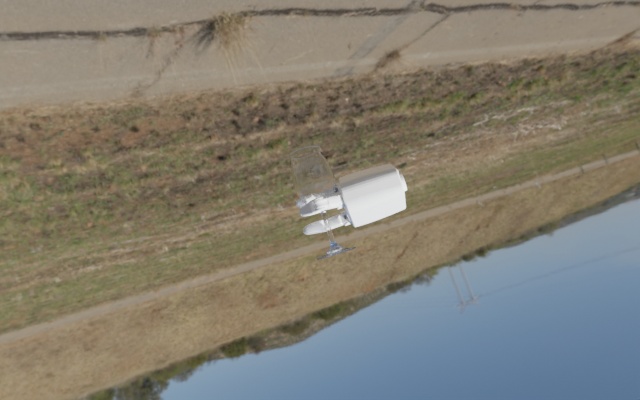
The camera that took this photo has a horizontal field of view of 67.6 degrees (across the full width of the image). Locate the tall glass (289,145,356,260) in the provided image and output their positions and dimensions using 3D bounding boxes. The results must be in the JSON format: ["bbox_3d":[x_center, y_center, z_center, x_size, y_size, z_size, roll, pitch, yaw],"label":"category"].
[{"bbox_3d":[0.000,0.004,0.876,0.079,0.201,0.079,-17,-7,-2],"label":"tall glass"}]
